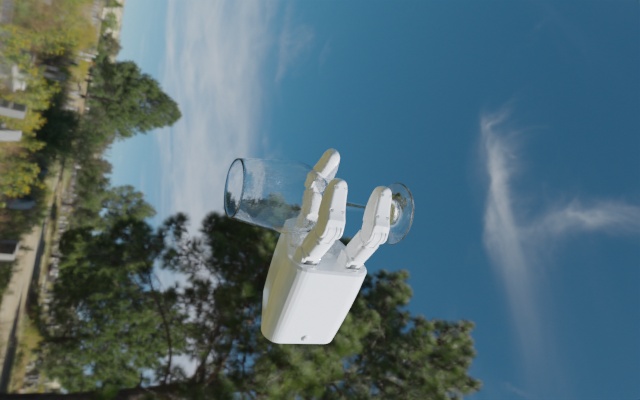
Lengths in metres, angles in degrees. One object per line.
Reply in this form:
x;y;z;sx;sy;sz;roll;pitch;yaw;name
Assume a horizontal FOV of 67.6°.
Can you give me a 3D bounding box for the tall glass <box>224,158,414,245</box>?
0.001;0.002;0.522;0.201;0.079;0.079;10;-5;-27;tall glass
